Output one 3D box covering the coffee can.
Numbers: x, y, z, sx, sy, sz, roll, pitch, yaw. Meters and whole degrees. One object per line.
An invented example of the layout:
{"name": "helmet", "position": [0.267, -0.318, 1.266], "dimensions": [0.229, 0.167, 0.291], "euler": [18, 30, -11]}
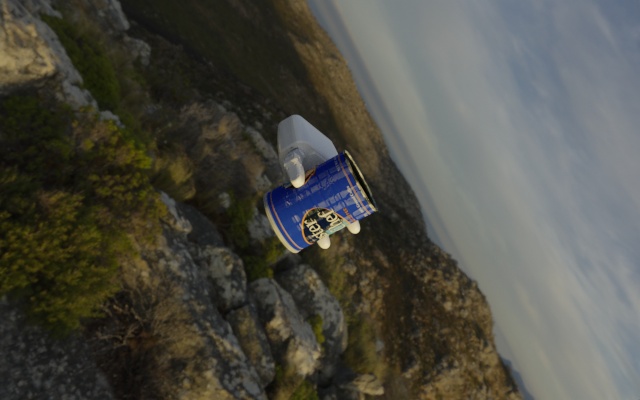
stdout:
{"name": "coffee can", "position": [0.000, 0.002, 0.717], "dimensions": [0.140, 0.103, 0.103], "euler": [-28, -6, 11]}
